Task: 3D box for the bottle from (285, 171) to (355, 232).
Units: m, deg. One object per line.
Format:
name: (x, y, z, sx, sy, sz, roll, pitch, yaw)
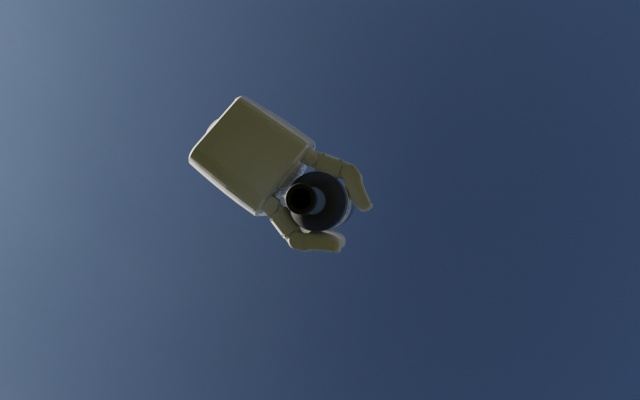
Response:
bottle: (0.000, 0.002, 0.561, 0.069, 0.069, 0.296, 0, -1, 7)
